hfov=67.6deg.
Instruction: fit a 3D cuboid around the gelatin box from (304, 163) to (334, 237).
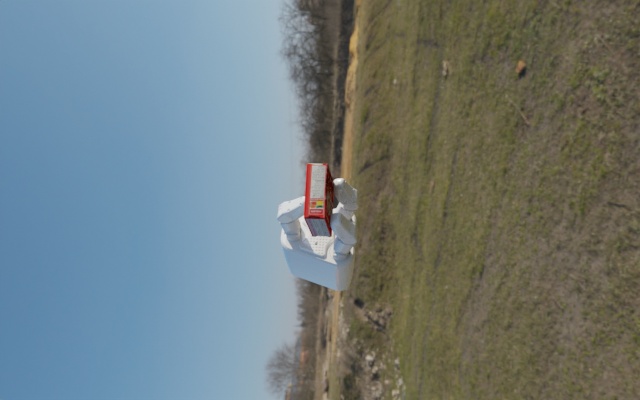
[{"bbox_3d":[0.000,0.002,0.624,0.030,0.073,0.089,1,-20,8],"label":"gelatin box"}]
